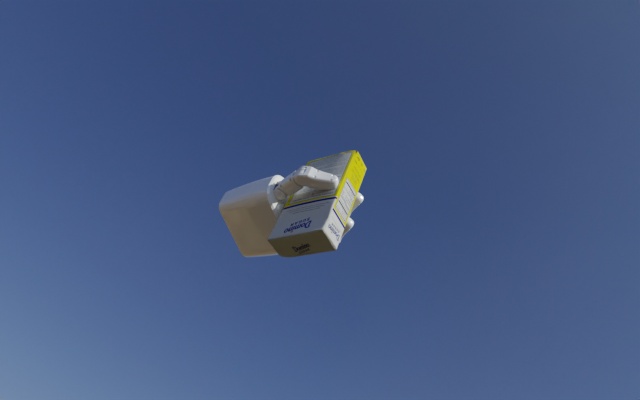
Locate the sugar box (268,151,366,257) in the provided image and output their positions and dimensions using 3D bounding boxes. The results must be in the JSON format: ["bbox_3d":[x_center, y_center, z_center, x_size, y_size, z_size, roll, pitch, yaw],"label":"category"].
[{"bbox_3d":[0.000,0.003,0.686,0.093,0.048,0.176,-12,38,32],"label":"sugar box"}]
